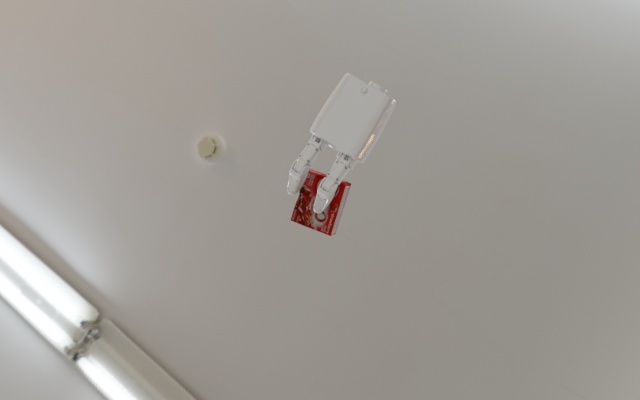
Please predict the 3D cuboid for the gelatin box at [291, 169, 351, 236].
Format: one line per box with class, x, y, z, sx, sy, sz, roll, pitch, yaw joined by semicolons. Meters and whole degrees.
gelatin box;0.000;0.003;0.762;0.073;0.089;0.030;20;10;18
